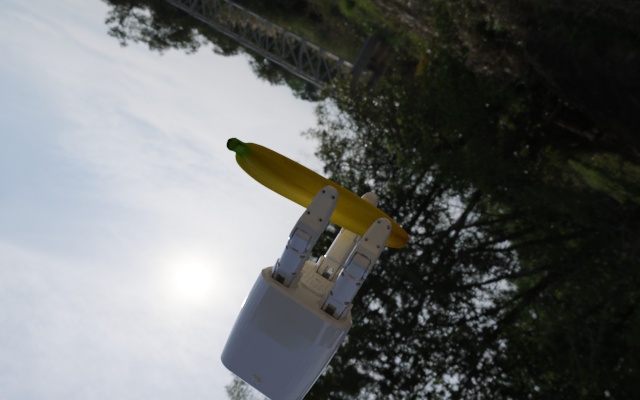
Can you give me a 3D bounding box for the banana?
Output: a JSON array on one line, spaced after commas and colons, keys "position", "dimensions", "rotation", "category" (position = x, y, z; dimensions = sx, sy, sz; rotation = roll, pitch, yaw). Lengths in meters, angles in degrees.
[{"position": [-0.005, -0.005, 0.468], "dimensions": [0.198, 0.037, 0.069], "rotation": [27, 11, -15], "category": "banana"}]
